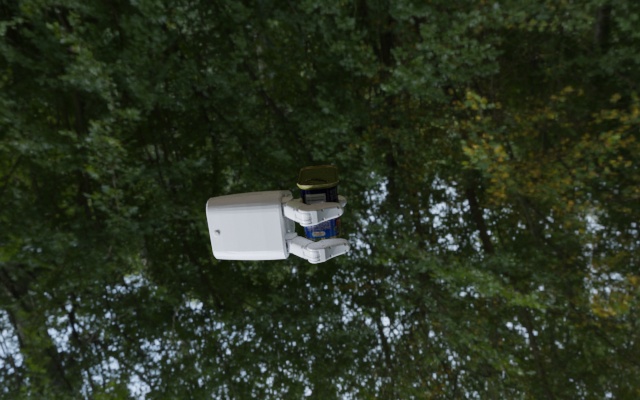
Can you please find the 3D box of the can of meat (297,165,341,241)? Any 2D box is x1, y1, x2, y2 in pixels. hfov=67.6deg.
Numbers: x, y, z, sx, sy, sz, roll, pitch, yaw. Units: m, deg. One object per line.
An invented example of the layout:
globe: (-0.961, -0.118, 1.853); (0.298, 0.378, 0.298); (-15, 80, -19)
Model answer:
can of meat: (0.000, 0.003, 0.690); (0.057, 0.084, 0.102); (-4, 18, 2)
